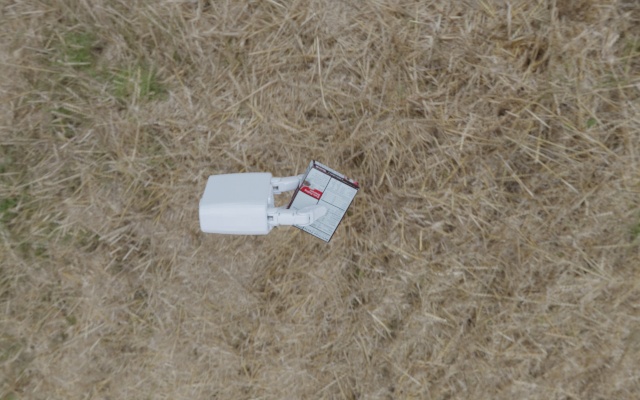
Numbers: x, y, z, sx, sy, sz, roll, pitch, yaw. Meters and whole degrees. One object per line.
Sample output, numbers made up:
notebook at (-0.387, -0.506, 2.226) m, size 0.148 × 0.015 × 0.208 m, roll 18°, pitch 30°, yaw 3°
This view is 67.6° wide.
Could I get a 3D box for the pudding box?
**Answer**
pudding box at (0.000, 0.003, 0.796) m, size 0.090 × 0.113 × 0.039 m, roll 26°, pitch 20°, yaw -9°
